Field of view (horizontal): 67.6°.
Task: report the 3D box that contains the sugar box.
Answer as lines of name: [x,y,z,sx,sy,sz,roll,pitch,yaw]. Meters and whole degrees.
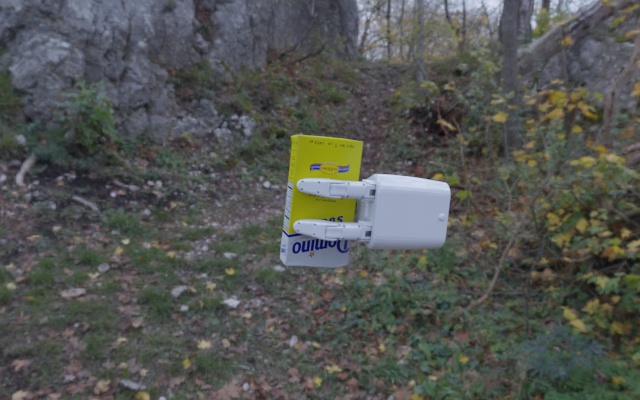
sugar box: [0.000,0.002,0.652,0.093,0.176,0.048,3,6,-16]
